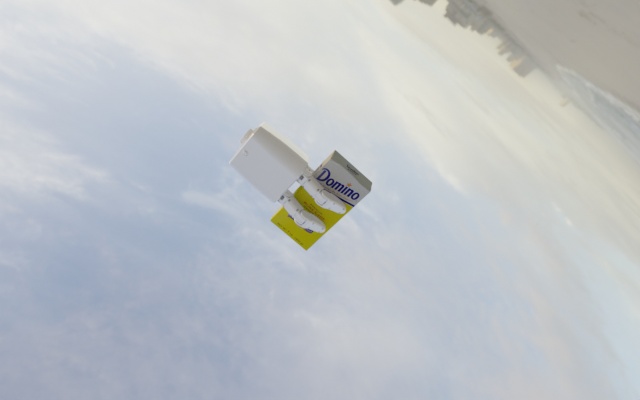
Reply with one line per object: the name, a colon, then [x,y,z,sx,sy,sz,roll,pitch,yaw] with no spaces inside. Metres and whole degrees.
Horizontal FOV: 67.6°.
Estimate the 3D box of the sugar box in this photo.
sugar box: [0.000,0.003,0.860,0.176,0.093,0.048,-45,11,28]
